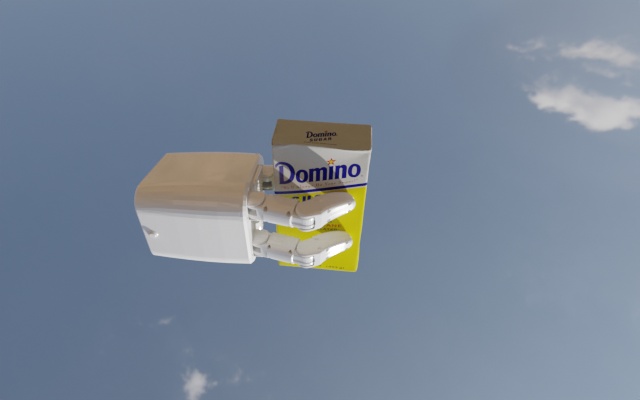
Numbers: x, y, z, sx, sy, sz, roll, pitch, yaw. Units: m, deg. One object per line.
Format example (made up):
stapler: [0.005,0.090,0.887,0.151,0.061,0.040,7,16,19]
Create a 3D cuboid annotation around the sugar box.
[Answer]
sugar box: [0.000,0.002,0.497,0.093,0.048,0.176,4,-44,3]
